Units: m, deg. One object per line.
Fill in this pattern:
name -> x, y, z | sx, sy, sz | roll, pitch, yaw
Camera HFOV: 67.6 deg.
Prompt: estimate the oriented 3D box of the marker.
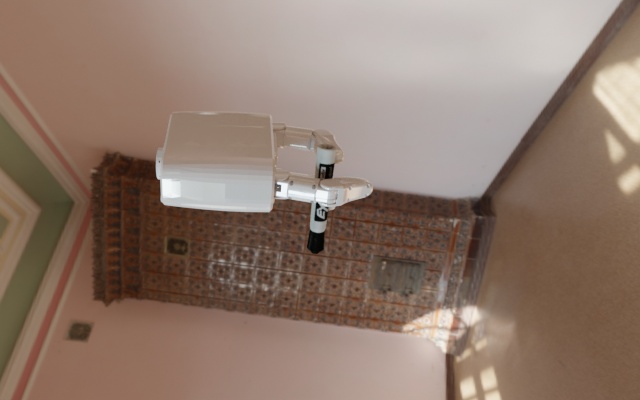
marker -> 0.000, 0.002, 0.492 | 0.020, 0.121, 0.020 | 6, 25, -3
